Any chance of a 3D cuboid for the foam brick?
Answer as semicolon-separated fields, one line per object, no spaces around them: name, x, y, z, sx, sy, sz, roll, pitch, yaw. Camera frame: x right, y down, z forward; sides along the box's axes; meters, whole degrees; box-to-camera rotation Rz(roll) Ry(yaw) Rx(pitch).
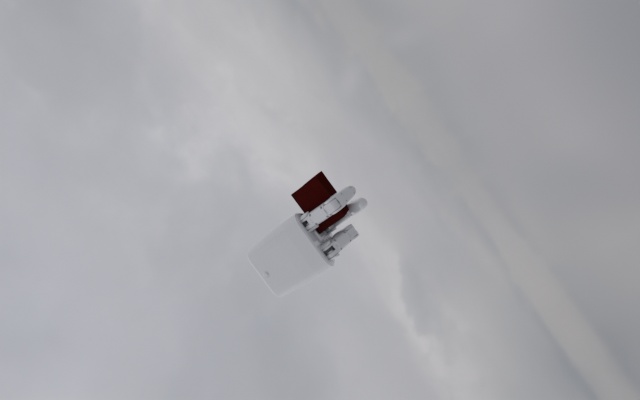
foam brick;0.000;0.002;0.747;0.051;0.078;0.053;-35;3;16
